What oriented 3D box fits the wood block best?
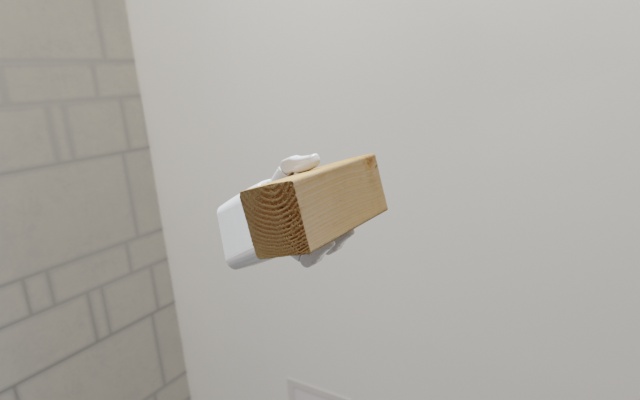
[{"bbox_3d":[0.000,0.002,0.653,0.090,0.091,0.206,-10,8,36],"label":"wood block"}]
